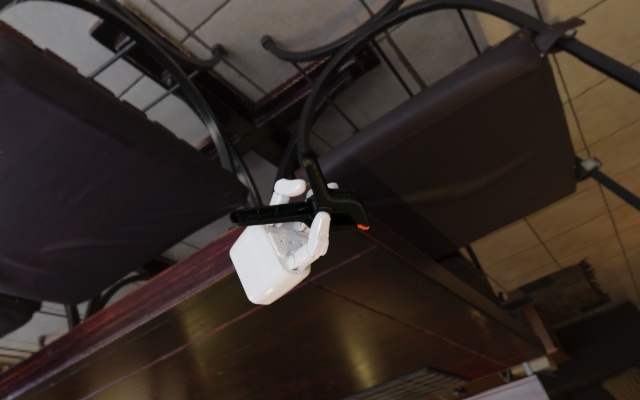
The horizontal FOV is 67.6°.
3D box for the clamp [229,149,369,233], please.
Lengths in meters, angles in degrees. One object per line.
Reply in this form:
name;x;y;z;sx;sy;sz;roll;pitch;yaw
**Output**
clamp;0.001;0.003;0.676;0.210;0.036;0.165;13;-41;-35
